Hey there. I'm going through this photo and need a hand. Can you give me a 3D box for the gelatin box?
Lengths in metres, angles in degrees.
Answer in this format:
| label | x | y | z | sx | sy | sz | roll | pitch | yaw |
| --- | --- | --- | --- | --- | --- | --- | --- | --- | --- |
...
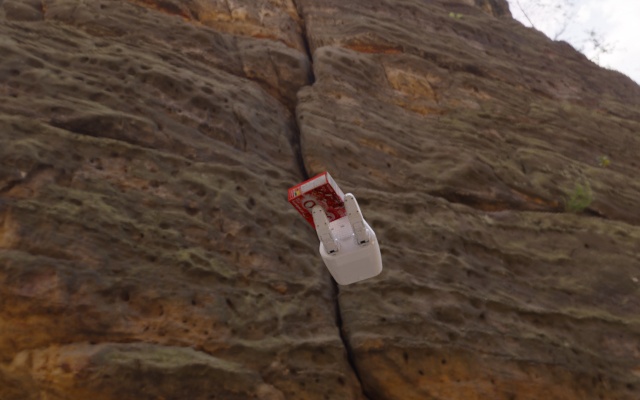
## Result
| label | x | y | z | sx | sy | sz | roll | pitch | yaw |
| --- | --- | --- | --- | --- | --- | --- | --- | --- | --- |
| gelatin box | 0.000 | 0.002 | 0.778 | 0.073 | 0.030 | 0.089 | -24 | -46 | 16 |
